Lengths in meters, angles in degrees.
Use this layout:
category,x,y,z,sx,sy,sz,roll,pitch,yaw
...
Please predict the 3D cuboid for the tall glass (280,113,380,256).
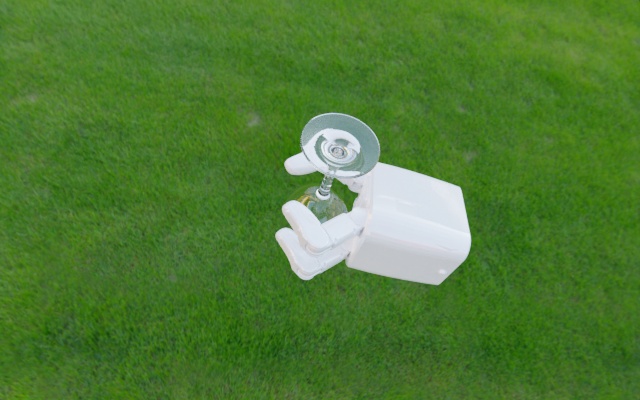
category,x,y,z,sx,sy,sz,roll,pitch,yaw
tall glass,0.000,0.001,0.512,0.079,0.079,0.201,0,-32,-13
